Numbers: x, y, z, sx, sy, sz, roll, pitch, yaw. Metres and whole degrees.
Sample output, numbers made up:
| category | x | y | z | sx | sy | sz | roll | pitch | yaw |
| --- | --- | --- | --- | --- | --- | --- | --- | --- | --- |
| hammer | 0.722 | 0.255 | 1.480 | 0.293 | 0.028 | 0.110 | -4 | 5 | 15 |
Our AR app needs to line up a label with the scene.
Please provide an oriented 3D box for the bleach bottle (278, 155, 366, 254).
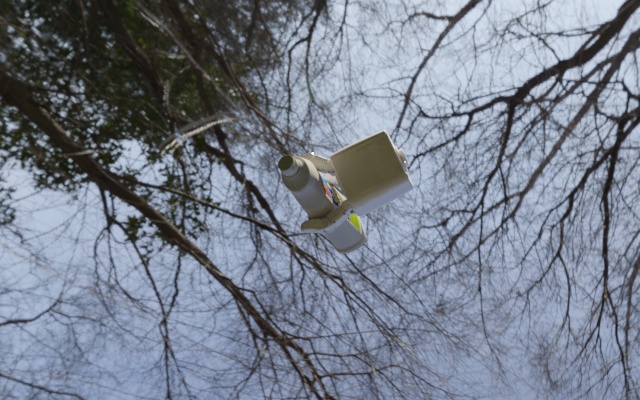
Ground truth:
| category | x | y | z | sx | sy | sz | roll | pitch | yaw |
| --- | --- | --- | --- | --- | --- | --- | --- | --- | --- |
| bleach bottle | 0.000 | 0.003 | 0.845 | 0.068 | 0.102 | 0.251 | -26 | -36 | 13 |
